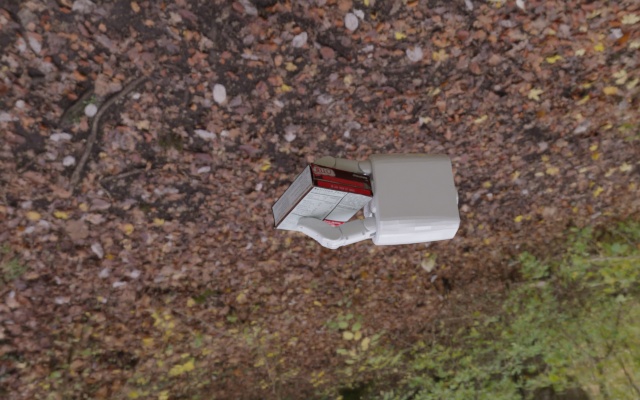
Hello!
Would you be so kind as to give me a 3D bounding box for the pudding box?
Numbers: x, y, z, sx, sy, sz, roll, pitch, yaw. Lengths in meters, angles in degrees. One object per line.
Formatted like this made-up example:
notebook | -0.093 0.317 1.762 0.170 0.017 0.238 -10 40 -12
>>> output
pudding box | 0.000 0.002 0.617 0.090 0.039 0.113 11 -38 -29
